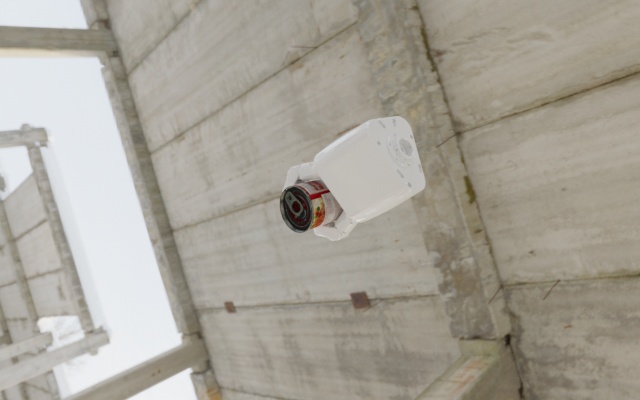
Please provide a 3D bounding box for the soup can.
[{"bbox_3d":[0.000,0.003,0.701,0.068,0.068,0.102,0,12,45],"label":"soup can"}]
